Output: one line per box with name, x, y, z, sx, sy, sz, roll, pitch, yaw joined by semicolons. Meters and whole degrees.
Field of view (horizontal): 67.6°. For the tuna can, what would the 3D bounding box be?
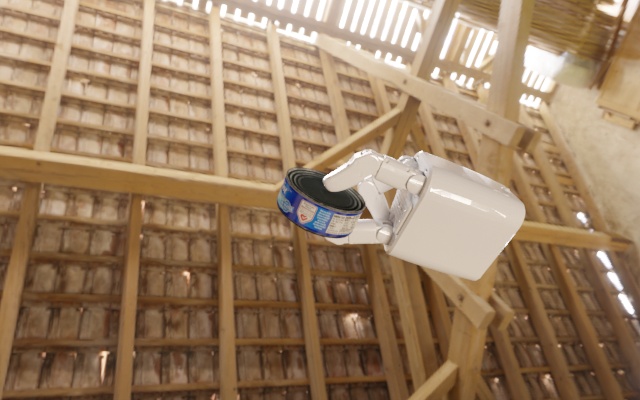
tuna can;0.000;0.002;0.482;0.086;0.034;0.086;21;22;-9
